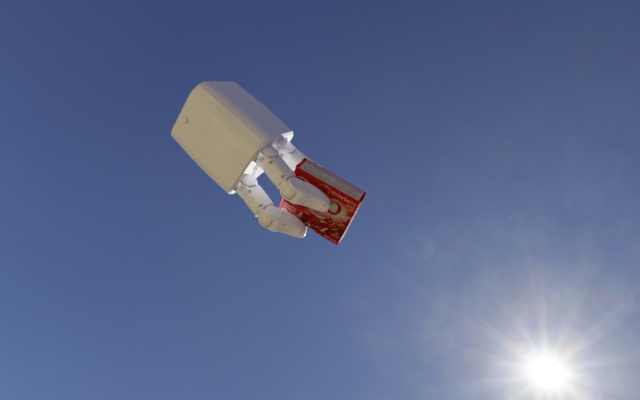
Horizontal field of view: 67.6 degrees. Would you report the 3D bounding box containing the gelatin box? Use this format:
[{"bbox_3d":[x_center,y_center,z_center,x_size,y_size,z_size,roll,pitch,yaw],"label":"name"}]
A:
[{"bbox_3d":[0.001,0.002,0.584,0.089,0.073,0.030,30,35,6],"label":"gelatin box"}]
